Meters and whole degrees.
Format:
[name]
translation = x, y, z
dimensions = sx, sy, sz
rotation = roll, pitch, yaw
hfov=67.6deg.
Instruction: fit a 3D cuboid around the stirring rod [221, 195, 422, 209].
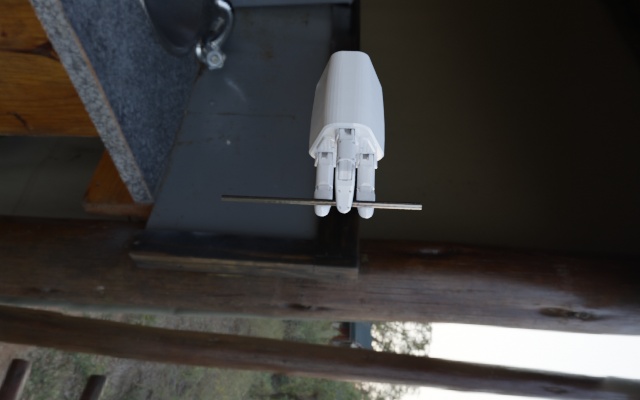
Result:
[stirring rod]
translation = 0.000, 0.002, 0.576
dimensions = 0.239, 0.011, 0.011
rotation = 2, 0, 3
